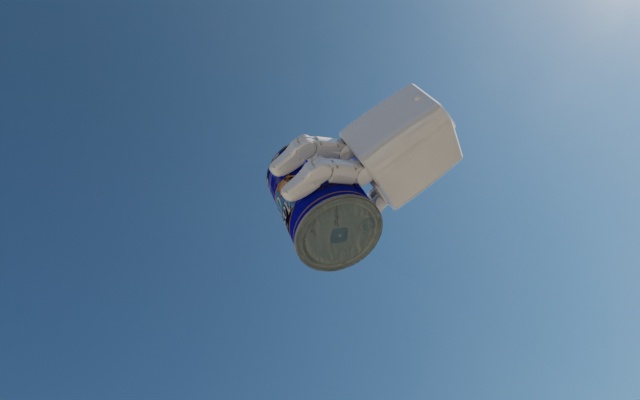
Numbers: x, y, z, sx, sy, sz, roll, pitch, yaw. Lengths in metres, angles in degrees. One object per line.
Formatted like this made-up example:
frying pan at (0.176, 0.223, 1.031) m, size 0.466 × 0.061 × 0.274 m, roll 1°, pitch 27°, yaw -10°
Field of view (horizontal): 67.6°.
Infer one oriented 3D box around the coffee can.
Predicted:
coffee can at (0.000, 0.002, 0.578) m, size 0.103 × 0.103 × 0.140 m, roll 0°, pitch 33°, yaw -22°
